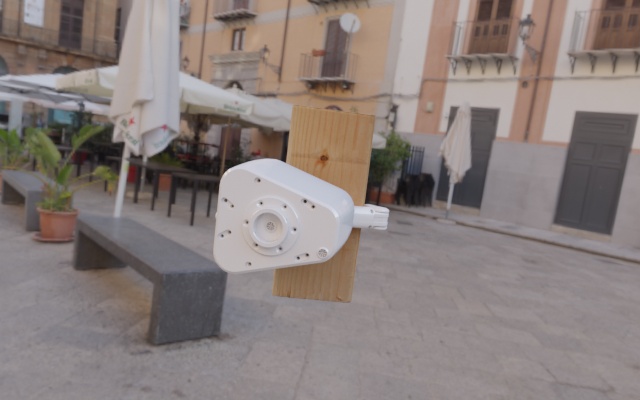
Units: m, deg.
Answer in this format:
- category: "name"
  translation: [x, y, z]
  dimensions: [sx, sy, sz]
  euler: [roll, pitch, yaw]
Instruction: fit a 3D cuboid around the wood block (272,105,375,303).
- category: "wood block"
  translation: [0.000, 0.002, 0.551]
  dimensions: [0.091, 0.206, 0.090]
  euler: [7, 7, -5]
